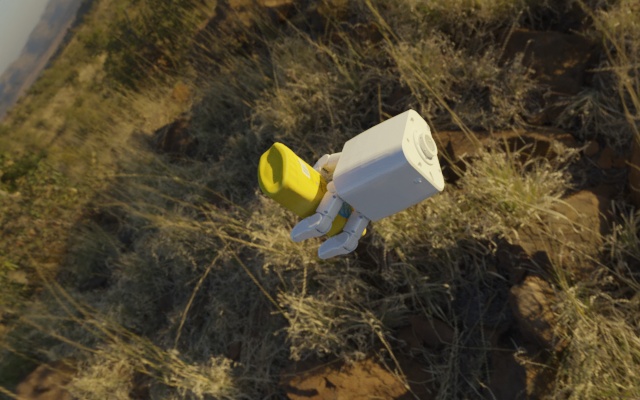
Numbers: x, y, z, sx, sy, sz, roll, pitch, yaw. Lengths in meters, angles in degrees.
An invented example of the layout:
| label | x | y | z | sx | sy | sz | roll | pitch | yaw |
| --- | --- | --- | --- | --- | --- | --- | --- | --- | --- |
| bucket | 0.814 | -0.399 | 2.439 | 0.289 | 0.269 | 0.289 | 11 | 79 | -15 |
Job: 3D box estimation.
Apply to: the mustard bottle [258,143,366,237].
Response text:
| label | x | y | z | sx | sy | sz | roll | pitch | yaw |
| --- | --- | --- | --- | --- | --- | --- | --- | --- | --- |
| mustard bottle | 0.000 | 0.002 | 0.668 | 0.192 | 0.058 | 0.096 | 36 | 20 | -36 |
